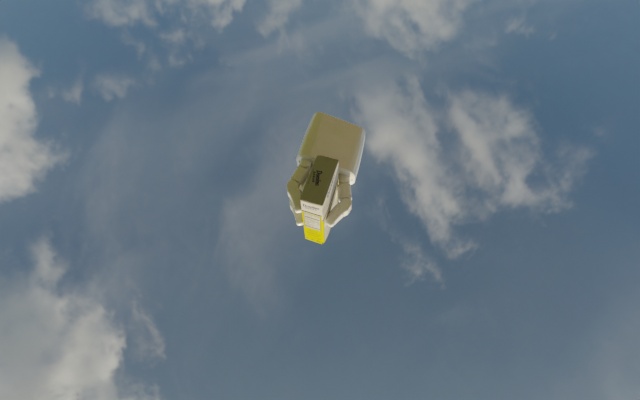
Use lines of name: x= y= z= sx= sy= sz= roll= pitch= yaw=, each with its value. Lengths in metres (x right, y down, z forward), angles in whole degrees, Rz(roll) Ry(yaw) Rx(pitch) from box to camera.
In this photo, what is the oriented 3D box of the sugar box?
sugar box: x=0.000 y=0.003 z=0.859 sx=0.048 sy=0.093 sz=0.176 roll=15 pitch=-25 yaw=11
